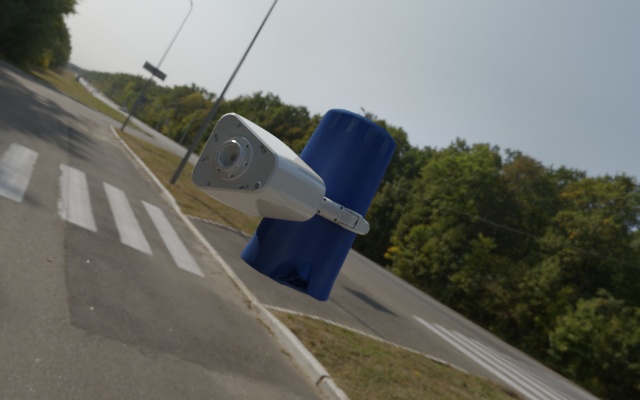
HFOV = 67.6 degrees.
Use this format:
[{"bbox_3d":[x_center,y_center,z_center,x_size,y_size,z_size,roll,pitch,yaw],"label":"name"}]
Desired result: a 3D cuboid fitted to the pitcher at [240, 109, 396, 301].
[{"bbox_3d":[0.000,0.002,0.663,0.149,0.243,0.145,27,-2,32],"label":"pitcher"}]
